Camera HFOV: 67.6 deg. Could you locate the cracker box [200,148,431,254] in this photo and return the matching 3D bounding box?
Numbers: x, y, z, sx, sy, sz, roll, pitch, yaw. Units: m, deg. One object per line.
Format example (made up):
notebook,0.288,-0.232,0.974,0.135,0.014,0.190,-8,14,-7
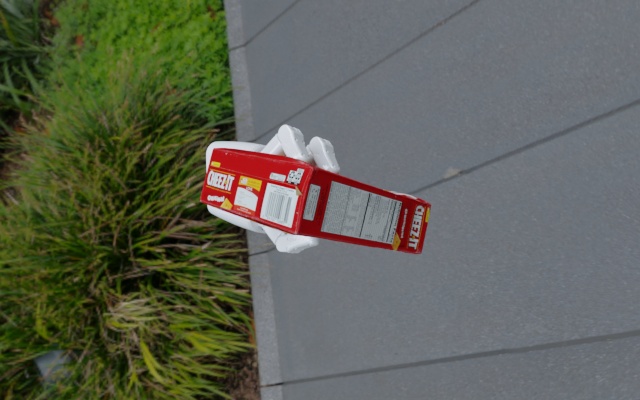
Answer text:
cracker box,0.000,0.002,0.548,0.164,0.072,0.214,14,0,44
